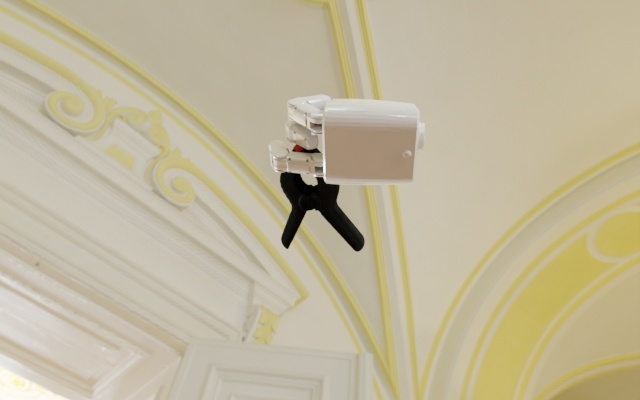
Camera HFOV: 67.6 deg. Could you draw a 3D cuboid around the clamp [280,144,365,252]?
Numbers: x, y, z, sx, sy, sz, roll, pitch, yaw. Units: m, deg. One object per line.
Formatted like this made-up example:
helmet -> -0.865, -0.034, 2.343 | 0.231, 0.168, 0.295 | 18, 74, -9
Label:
clamp -> 0.000, 0.002, 0.632 | 0.120, 0.172, 0.039 | 4, 36, 9
